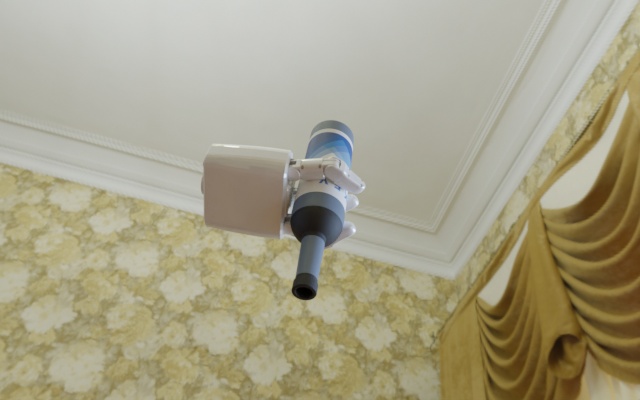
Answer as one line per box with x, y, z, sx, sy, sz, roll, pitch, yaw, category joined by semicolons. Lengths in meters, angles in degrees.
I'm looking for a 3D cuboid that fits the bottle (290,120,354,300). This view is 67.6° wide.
0.000;0.002;0.617;0.069;0.069;0.295;0;41;9;bottle
